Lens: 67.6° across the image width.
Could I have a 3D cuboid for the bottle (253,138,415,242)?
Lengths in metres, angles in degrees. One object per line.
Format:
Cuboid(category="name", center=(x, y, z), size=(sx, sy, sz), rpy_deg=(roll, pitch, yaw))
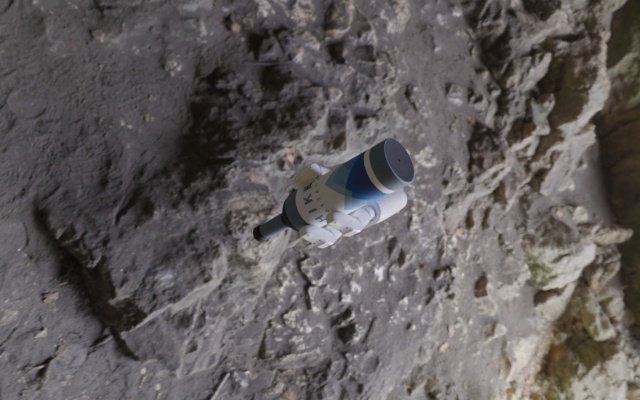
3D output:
Cuboid(category="bottle", center=(0.000, 0.002, 0.712), size=(0.296, 0.069, 0.069), rpy_deg=(-28, -18, 37))
